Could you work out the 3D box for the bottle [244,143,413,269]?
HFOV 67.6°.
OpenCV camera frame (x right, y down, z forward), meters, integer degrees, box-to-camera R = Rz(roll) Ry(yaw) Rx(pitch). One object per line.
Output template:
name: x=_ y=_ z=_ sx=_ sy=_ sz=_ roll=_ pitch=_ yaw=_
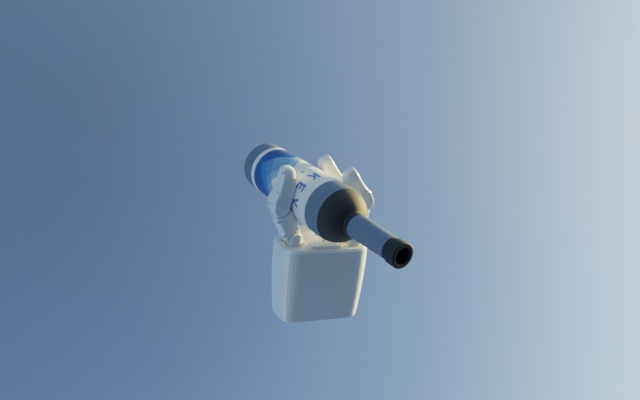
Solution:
bottle: x=0.000 y=0.002 z=0.567 sx=0.069 sy=0.069 sz=0.295 roll=0 pitch=20 yaw=-35
